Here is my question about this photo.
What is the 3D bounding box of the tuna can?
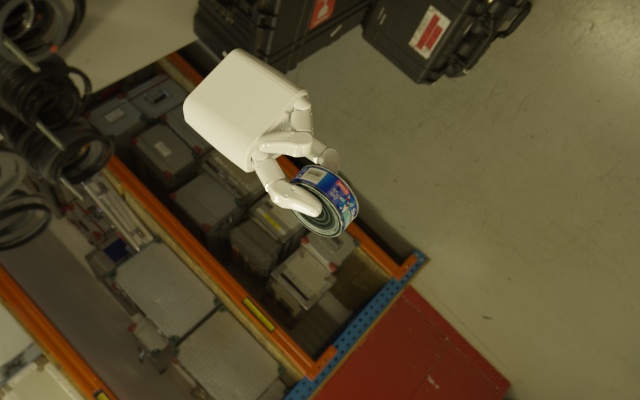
[{"bbox_3d":[0.000,0.002,0.558,0.086,0.086,0.033,0,39,48],"label":"tuna can"}]
